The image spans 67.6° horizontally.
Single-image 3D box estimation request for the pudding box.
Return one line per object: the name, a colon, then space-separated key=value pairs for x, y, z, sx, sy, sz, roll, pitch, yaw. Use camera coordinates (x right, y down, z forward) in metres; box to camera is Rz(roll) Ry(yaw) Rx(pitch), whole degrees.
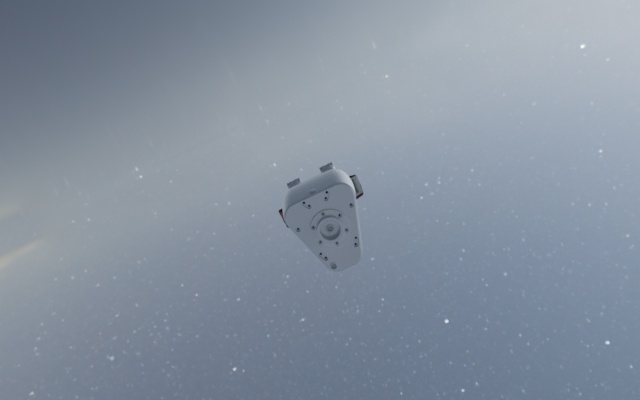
pudding box: x=0.000 y=0.003 z=0.761 sx=0.113 sy=0.039 sz=0.090 roll=-29 pitch=11 yaw=-25
